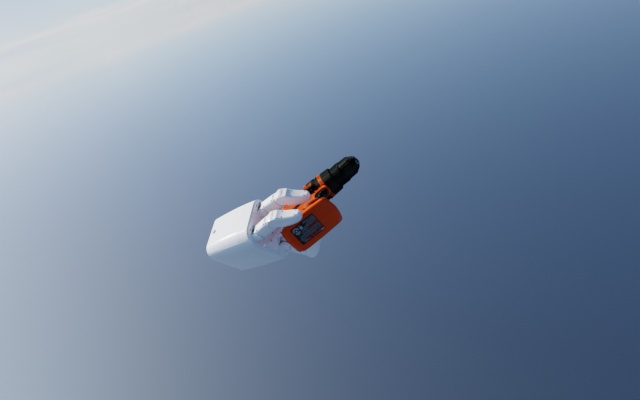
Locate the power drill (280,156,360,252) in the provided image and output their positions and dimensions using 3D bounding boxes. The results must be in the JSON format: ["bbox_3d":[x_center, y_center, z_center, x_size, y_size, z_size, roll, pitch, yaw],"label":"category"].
[{"bbox_3d":[0.000,0.003,0.866,0.184,0.057,0.187,-41,12,15],"label":"power drill"}]
